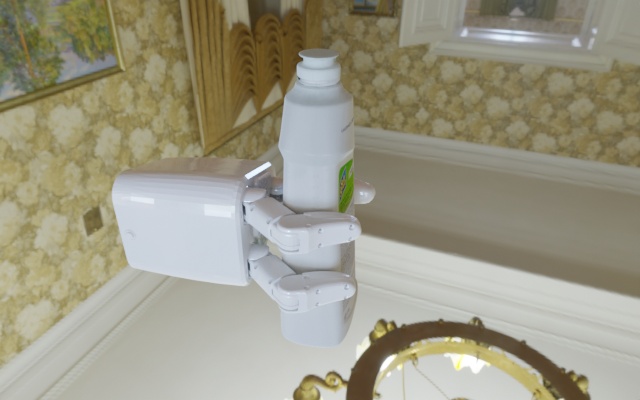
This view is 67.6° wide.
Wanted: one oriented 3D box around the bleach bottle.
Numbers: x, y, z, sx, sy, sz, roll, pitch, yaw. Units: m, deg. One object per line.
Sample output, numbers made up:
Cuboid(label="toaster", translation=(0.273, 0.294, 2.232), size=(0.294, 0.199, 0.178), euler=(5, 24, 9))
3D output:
Cuboid(label="bleach bottle", translation=(0.000, 0.001, 0.402), size=(0.068, 0.251, 0.102), euler=(6, 31, 10))
